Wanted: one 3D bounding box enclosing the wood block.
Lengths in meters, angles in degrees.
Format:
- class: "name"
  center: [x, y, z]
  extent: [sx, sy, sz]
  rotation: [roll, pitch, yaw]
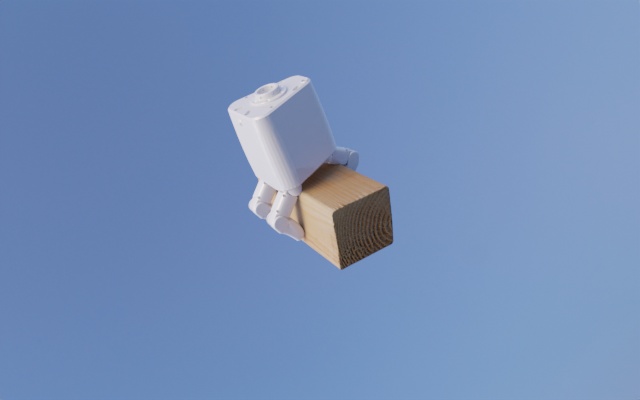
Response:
- class: "wood block"
  center: [0.000, 0.002, 0.678]
  extent: [0.091, 0.090, 0.206]
  rotation: [-24, 31, -25]
